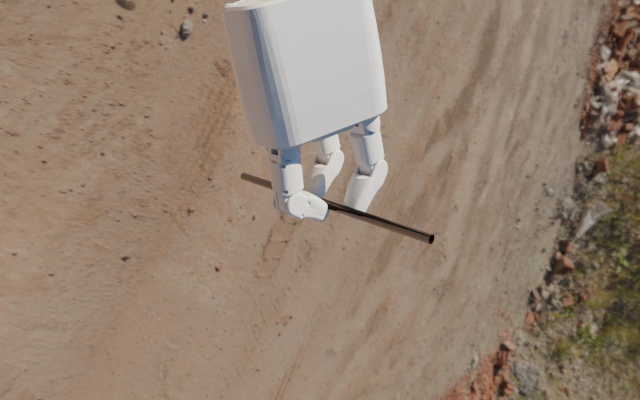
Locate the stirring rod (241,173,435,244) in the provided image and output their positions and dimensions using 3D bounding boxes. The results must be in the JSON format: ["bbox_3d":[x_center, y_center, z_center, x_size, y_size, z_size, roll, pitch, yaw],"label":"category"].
[{"bbox_3d":[0.000,0.001,0.445,0.239,0.011,0.011,18,13,42],"label":"stirring rod"}]
